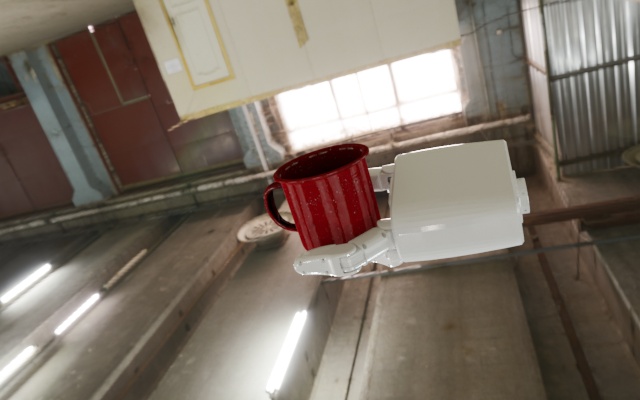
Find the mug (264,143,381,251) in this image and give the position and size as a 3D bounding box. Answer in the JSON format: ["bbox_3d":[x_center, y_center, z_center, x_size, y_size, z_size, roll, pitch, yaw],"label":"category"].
[{"bbox_3d":[-0.001,0.002,0.462,0.117,0.081,0.093,-10,21,21],"label":"mug"}]
